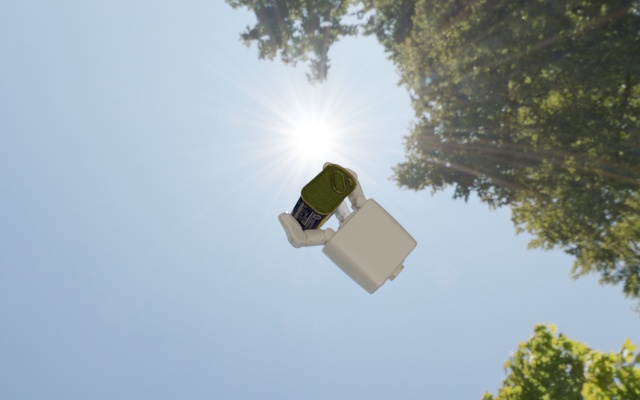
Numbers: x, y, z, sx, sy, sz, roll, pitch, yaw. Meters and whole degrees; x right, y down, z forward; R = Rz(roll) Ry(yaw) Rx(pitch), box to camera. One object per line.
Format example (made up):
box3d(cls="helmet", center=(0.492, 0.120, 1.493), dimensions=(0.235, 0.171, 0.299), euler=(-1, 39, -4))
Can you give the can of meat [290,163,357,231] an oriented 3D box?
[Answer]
box3d(cls="can of meat", center=(0.000, 0.003, 0.756), dimensions=(0.102, 0.057, 0.084), euler=(-44, -8, -39))
